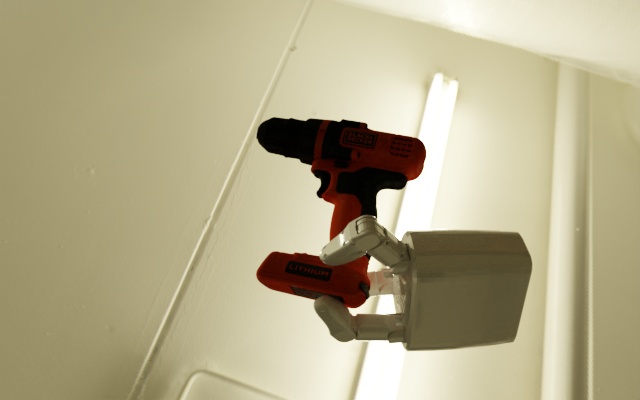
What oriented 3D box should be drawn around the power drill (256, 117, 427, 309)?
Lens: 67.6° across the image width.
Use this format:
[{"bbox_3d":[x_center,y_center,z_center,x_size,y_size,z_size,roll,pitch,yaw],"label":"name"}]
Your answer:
[{"bbox_3d":[0.000,0.002,0.479,0.184,0.187,0.057,11,-22,16],"label":"power drill"}]
